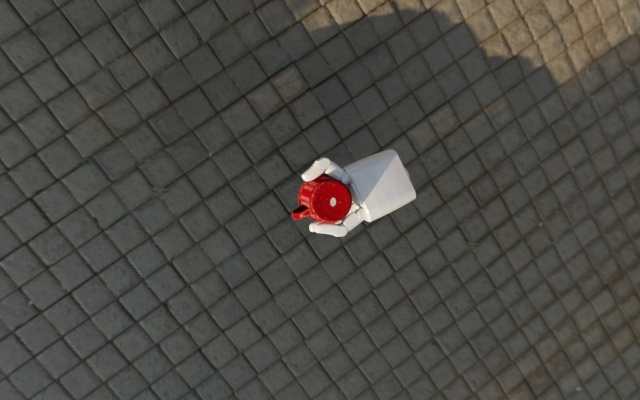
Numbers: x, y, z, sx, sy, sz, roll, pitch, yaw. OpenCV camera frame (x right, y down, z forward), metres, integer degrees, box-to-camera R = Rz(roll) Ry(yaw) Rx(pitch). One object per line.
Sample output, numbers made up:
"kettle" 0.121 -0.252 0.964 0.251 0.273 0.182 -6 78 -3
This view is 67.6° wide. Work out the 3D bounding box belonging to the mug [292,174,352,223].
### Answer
"mug" -0.001 0.004 0.897 0.117 0.093 0.081 -25 11 -10
